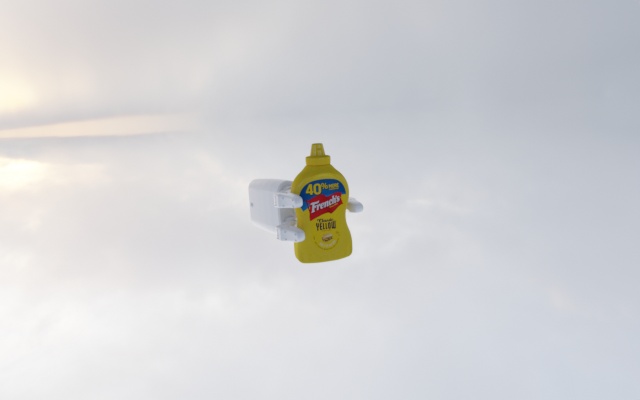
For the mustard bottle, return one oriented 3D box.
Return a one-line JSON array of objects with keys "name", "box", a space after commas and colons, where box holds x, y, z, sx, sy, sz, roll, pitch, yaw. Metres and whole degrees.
[{"name": "mustard bottle", "box": [0.000, 0.003, 0.780, 0.096, 0.192, 0.058, -6, 11, -15]}]
